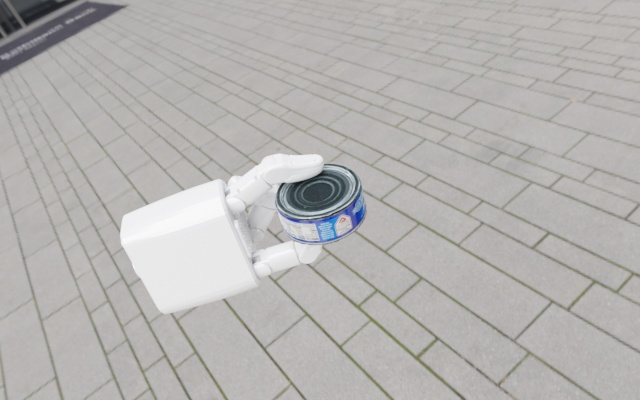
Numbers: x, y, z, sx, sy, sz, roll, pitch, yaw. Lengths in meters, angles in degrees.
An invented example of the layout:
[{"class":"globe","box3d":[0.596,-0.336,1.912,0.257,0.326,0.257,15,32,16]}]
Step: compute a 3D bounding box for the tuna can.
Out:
[{"class":"tuna can","box3d":[0.000,0.001,0.461,0.086,0.034,0.086,-9,39,7]}]
